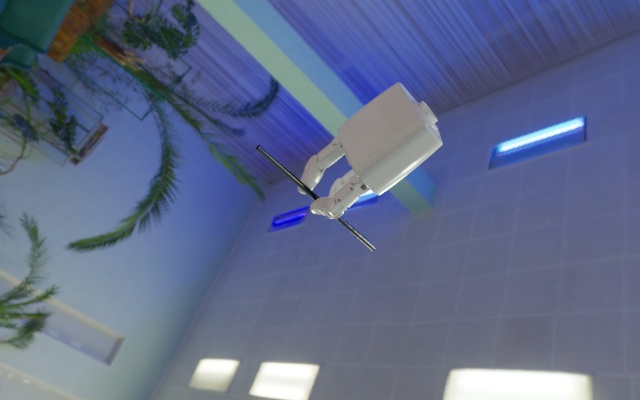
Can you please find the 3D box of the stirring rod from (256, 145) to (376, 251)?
[{"bbox_3d":[0.000,0.002,0.669,0.240,0.011,0.011,41,-21,-27],"label":"stirring rod"}]
